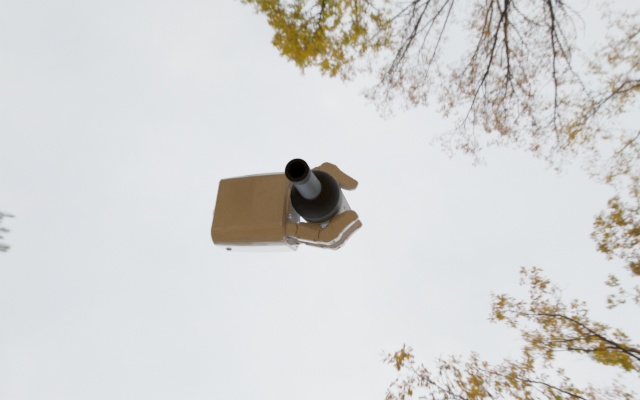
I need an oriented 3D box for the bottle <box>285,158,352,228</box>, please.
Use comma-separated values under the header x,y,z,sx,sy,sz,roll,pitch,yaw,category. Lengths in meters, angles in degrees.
x,y,z,sx,sy,sz,roll,pitch,yaw,category
0.000,0.002,0.657,0.069,0.069,0.296,0,-14,10,bottle
